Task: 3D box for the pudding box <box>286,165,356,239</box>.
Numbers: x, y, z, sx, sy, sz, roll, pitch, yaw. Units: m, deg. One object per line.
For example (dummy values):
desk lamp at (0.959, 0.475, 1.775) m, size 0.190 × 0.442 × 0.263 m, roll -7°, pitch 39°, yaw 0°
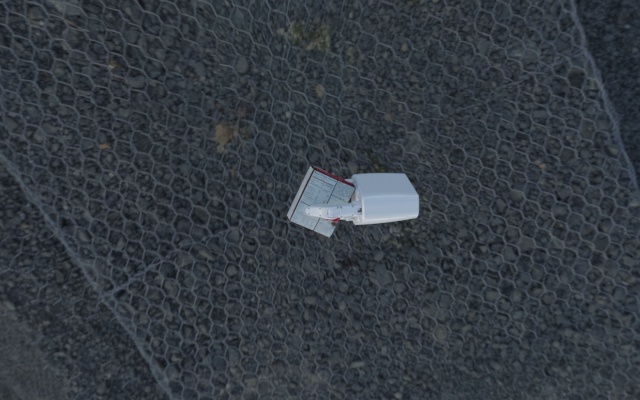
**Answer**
pudding box at (0.000, 0.003, 0.886) m, size 0.090 × 0.113 × 0.039 m, roll 24°, pitch 8°, yaw -15°
